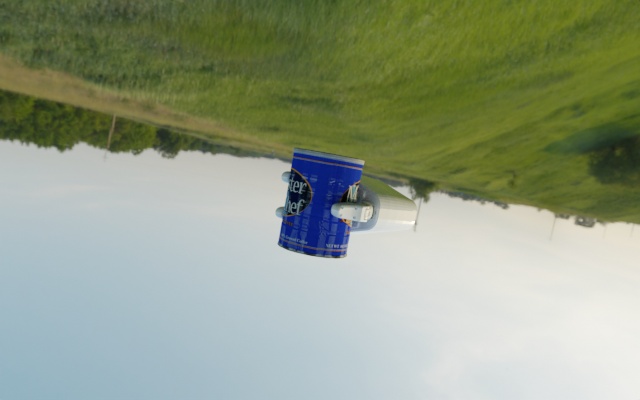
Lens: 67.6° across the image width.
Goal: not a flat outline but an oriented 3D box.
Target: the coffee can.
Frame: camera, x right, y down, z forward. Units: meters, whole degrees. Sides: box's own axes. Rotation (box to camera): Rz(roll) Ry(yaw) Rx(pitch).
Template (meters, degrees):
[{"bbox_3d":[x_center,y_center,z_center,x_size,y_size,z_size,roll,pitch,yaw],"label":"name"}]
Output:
[{"bbox_3d":[0.000,0.002,0.684,0.103,0.140,0.103,10,4,-1],"label":"coffee can"}]
